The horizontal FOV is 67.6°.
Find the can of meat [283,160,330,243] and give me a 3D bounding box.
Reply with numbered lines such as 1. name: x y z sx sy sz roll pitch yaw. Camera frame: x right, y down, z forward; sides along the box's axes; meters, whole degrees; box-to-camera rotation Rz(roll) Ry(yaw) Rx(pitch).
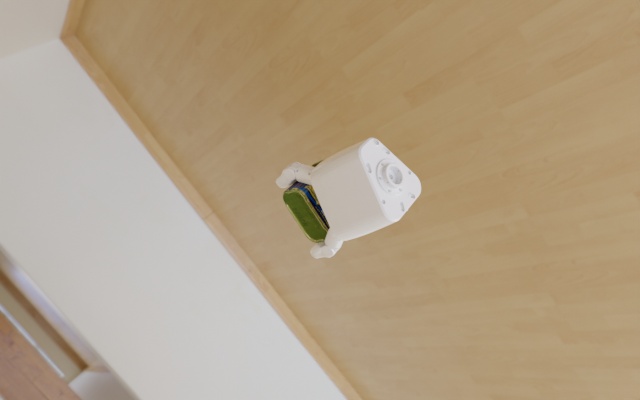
1. can of meat: 0.000 0.003 0.741 0.057 0.102 0.084 -18 20 49
